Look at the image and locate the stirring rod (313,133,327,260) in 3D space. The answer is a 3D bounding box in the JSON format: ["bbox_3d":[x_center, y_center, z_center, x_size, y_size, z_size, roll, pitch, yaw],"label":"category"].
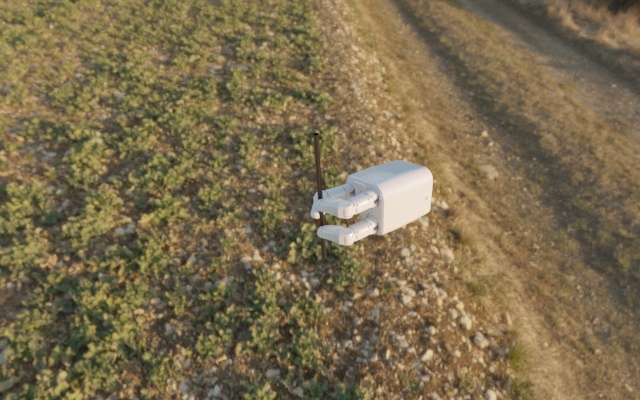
[{"bbox_3d":[0.000,0.003,0.755,0.011,0.240,0.011,-3,36,2],"label":"stirring rod"}]
